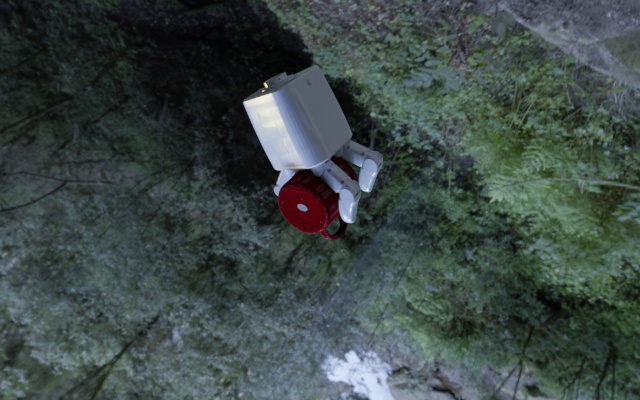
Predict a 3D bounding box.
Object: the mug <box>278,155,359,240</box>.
[{"bbox_3d":[0.001,0.004,0.660,0.093,0.117,0.081,-10,24,40],"label":"mug"}]
